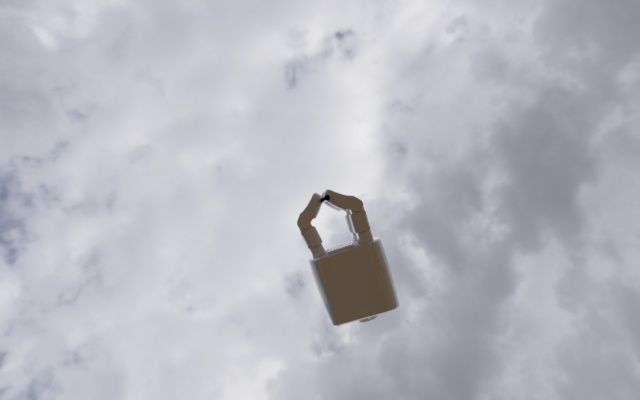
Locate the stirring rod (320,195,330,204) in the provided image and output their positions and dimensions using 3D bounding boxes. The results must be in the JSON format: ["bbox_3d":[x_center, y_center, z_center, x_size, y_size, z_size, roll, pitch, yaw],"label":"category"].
[{"bbox_3d":[0.000,0.003,0.768,0.011,0.011,0.239,0,-3,-4],"label":"stirring rod"}]
